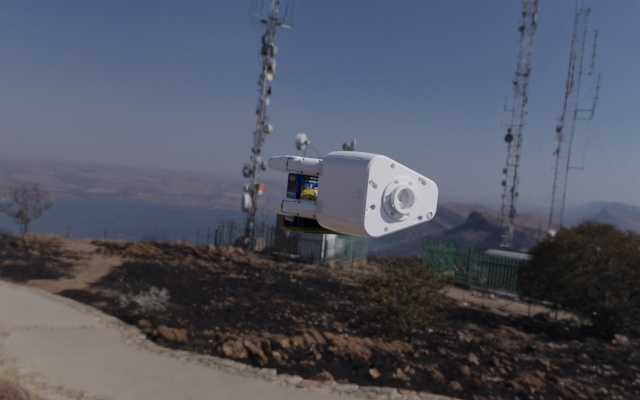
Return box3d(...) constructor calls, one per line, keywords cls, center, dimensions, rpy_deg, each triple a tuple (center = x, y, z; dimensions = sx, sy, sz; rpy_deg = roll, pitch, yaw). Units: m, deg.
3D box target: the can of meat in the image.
box3d(cls="can of meat", center=(0.000, 0.002, 0.670), dimensions=(0.102, 0.084, 0.057), rpy_deg=(4, 4, -24))
